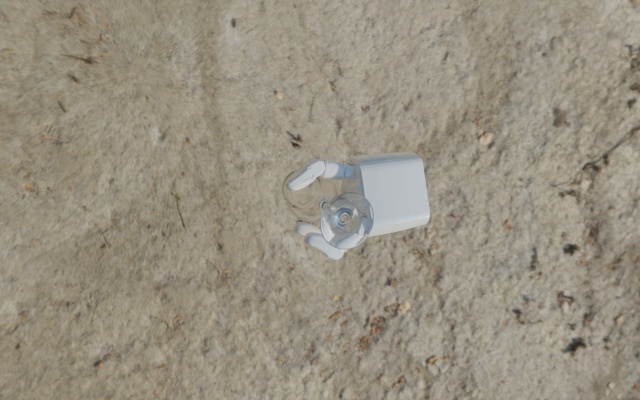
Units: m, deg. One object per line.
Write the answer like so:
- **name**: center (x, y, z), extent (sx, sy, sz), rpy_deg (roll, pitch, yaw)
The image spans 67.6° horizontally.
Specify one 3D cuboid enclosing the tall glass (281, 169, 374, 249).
- **tall glass**: center (0.000, 0.002, 0.686), extent (0.079, 0.079, 0.201), rpy_deg (0, 14, -21)
